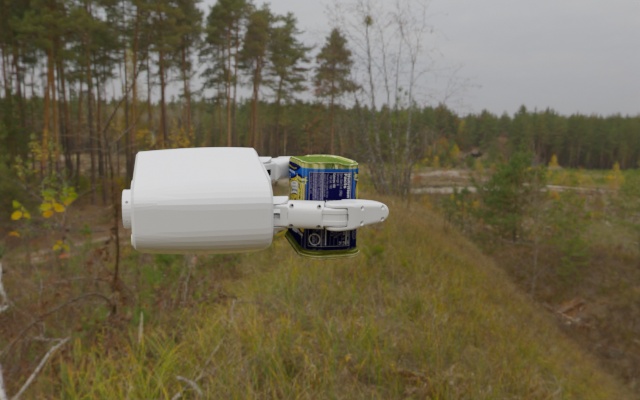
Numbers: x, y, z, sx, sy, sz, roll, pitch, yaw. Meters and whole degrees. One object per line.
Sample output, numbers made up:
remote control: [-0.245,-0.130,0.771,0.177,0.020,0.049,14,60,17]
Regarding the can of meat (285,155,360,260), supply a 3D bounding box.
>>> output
can of meat: [0.000,0.001,0.453,0.057,0.084,0.102,-1,10,-14]
